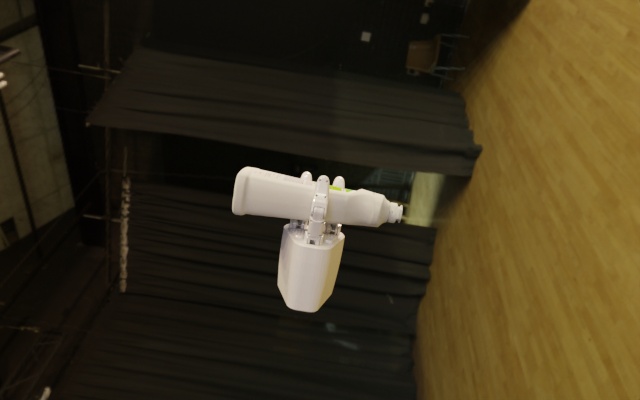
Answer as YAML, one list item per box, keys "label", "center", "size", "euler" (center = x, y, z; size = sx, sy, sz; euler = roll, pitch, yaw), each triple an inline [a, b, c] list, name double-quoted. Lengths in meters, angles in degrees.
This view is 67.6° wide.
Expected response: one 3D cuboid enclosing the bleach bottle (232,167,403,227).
- label: "bleach bottle"
  center: [0.000, 0.002, 0.729]
  size: [0.251, 0.068, 0.102]
  euler: [9, 12, -1]
